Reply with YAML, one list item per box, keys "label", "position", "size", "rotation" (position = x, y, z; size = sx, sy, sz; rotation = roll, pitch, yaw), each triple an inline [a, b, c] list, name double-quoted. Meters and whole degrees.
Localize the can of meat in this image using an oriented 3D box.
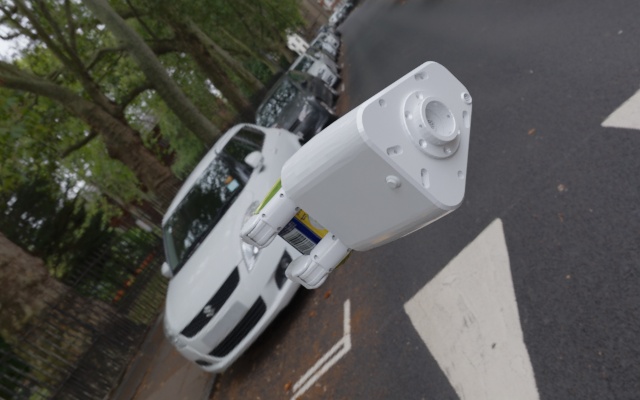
- label: "can of meat"
  position: [0.000, 0.001, 0.443]
  size: [0.084, 0.102, 0.057]
  rotation: [40, -30, -12]
